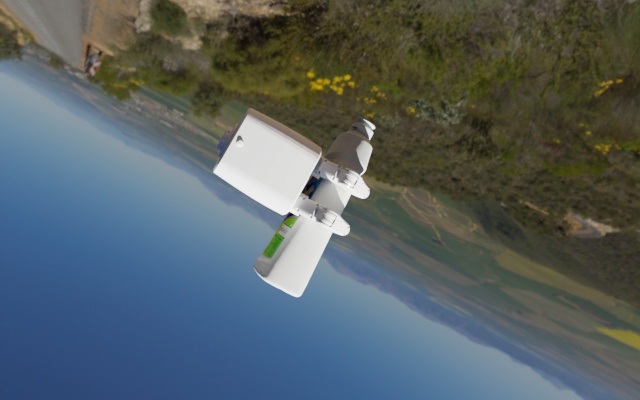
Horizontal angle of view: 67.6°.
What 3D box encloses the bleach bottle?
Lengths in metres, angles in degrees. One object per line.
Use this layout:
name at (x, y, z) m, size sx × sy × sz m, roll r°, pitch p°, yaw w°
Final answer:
bleach bottle at (0.000, 0.002, 0.655) m, size 0.068 × 0.251 × 0.102 m, roll 30°, pitch -5°, yaw -15°
